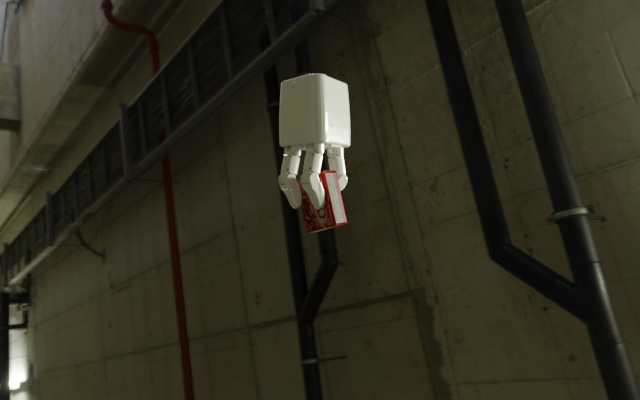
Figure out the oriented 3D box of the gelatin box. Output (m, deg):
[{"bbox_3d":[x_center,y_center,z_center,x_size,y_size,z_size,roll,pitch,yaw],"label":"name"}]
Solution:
[{"bbox_3d":[0.001,0.003,0.771,0.030,0.089,0.073,-7,-7,-43],"label":"gelatin box"}]
